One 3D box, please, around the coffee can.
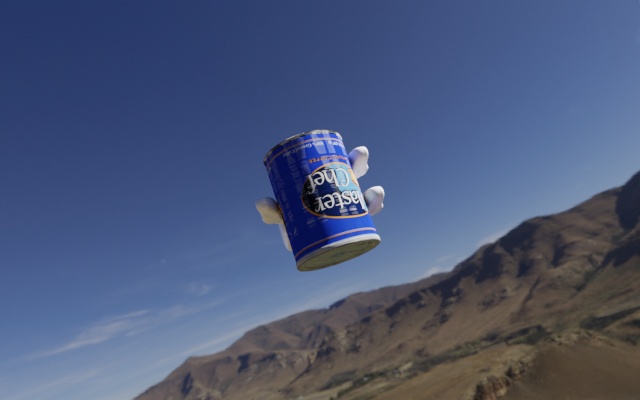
[{"bbox_3d":[0.000,0.002,0.574,0.103,0.140,0.103,-17,-17,-6],"label":"coffee can"}]
